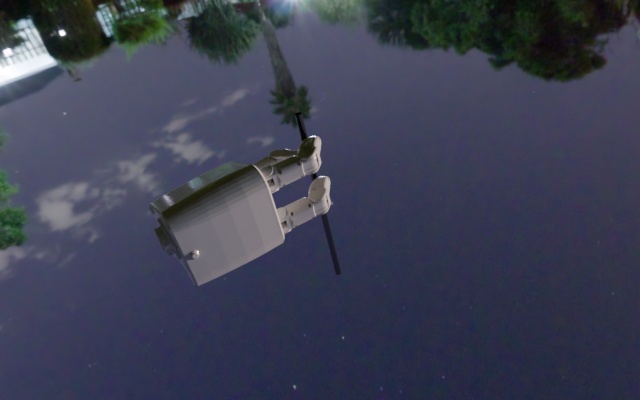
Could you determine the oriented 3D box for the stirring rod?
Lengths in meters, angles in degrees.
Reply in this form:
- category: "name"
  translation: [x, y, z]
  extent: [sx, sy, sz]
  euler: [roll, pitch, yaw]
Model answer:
- category: "stirring rod"
  translation: [0.000, 0.002, 0.595]
  extent: [0.011, 0.240, 0.011]
  euler: [-10, 33, 7]
